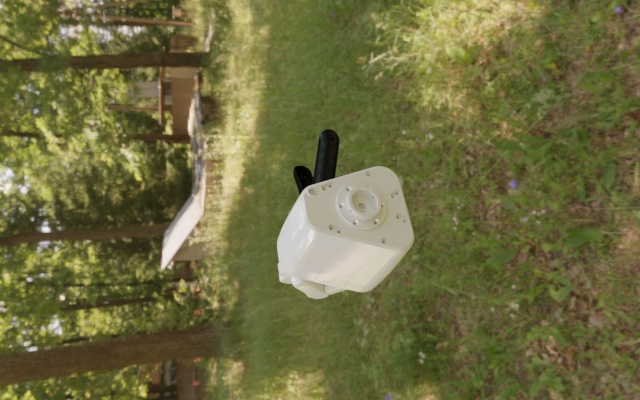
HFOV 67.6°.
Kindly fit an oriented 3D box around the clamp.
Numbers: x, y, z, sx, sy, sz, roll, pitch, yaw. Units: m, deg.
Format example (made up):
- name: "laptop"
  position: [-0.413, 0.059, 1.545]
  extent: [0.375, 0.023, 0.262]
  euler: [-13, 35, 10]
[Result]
- name: "clamp"
  position: [-0.001, 0.002, 0.584]
  extent: [0.039, 0.171, 0.120]
  euler: [-1, -29, -17]
